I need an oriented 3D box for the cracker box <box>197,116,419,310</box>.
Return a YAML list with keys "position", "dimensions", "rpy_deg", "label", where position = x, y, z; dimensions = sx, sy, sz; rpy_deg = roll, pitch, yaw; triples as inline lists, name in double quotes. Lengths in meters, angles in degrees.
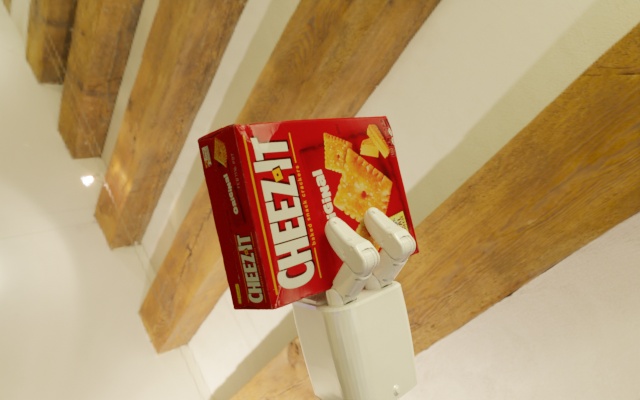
- position: [0.000, 0.002, 0.488]
  dimensions: [0.213, 0.164, 0.072]
  rpy_deg: [-12, 0, -44]
  label: "cracker box"
